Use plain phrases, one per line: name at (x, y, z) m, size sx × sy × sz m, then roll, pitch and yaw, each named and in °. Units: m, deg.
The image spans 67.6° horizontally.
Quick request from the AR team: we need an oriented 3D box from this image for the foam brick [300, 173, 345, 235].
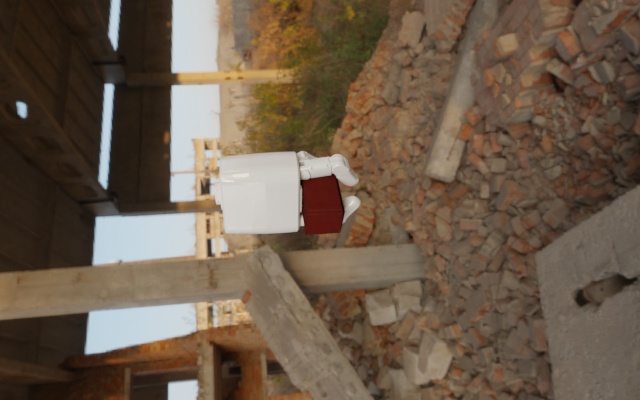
foam brick at (0.000, 0.002, 0.667) m, size 0.051 × 0.078 × 0.053 m, roll -3°, pitch -39°, yaw -9°
